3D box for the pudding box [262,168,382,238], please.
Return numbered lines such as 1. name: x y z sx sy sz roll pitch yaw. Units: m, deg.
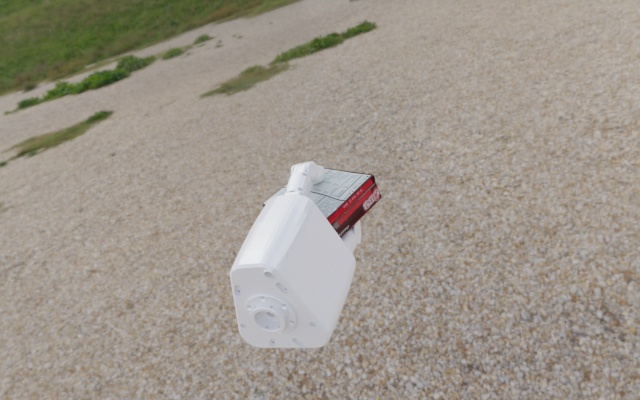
1. pudding box: 0.000 0.002 0.556 0.113 0.039 0.090 14 45 44
